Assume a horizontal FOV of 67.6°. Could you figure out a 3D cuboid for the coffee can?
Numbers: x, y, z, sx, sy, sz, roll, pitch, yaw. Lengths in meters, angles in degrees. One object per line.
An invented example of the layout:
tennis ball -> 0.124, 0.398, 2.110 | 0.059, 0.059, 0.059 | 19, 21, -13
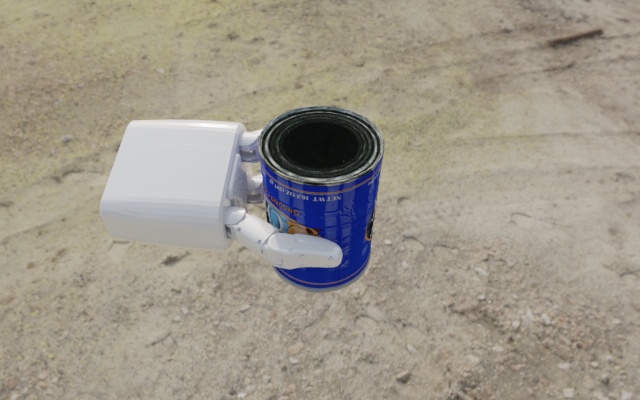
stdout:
coffee can -> 0.000, 0.002, 0.434 | 0.103, 0.140, 0.102 | 0, 45, 0
